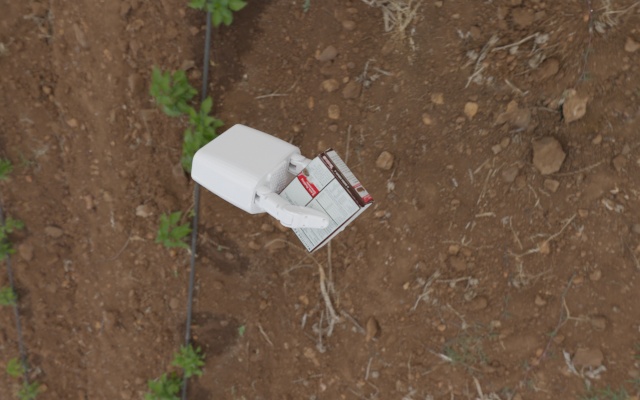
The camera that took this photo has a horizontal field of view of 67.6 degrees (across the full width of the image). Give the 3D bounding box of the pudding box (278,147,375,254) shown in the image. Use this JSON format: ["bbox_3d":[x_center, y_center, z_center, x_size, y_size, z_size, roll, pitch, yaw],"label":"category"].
[{"bbox_3d":[0.000,0.002,0.620,0.113,0.090,0.039,-43,-8,36],"label":"pudding box"}]
